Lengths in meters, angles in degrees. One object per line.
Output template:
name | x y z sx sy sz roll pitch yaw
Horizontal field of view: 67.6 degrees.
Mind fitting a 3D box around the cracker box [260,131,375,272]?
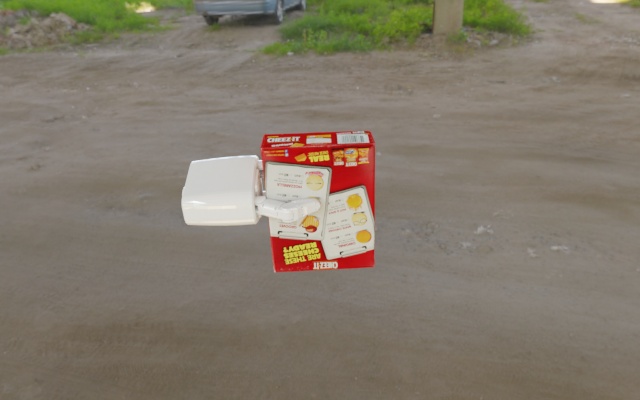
cracker box | 0.000 0.002 0.741 0.164 0.214 0.072 -3 28 1
